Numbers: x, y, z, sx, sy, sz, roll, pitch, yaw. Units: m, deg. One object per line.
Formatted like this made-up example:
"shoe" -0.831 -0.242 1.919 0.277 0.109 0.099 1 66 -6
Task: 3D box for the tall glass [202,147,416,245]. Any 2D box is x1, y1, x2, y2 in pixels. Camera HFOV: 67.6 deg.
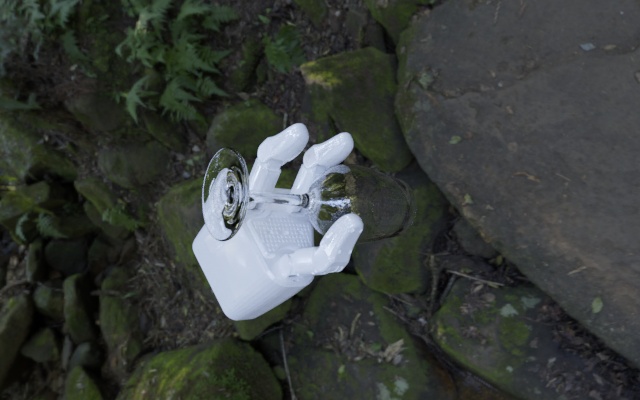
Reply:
"tall glass" 0.000 0.001 0.437 0.201 0.079 0.079 5 -3 -39
